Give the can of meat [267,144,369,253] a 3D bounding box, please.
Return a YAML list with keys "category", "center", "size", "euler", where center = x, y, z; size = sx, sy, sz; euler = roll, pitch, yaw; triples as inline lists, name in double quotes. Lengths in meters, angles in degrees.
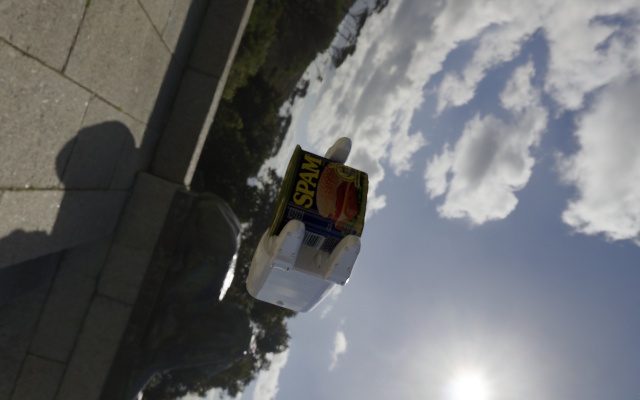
- category: "can of meat"
  center: [0.000, 0.002, 0.490]
  size: [0.084, 0.102, 0.057]
  euler: [19, -42, -8]
